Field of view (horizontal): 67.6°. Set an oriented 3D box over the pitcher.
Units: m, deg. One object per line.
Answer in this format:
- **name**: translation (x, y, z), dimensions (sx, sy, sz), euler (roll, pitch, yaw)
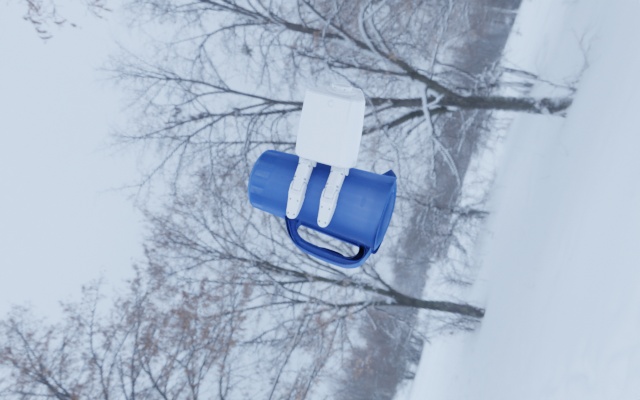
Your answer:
- **pitcher**: translation (0.000, 0.002, 0.811), dimensions (0.243, 0.145, 0.149), euler (17, 25, 15)
